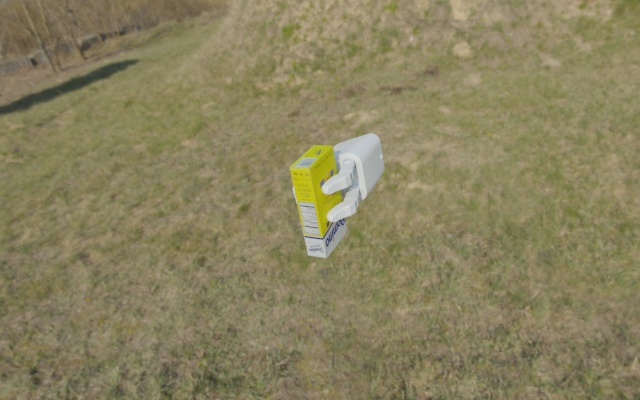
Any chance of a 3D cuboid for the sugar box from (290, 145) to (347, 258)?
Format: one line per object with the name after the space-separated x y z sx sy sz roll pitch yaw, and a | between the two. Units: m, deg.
0.001 0.003 0.833 0.048 0.176 0.093 3 31 29 | sugar box
